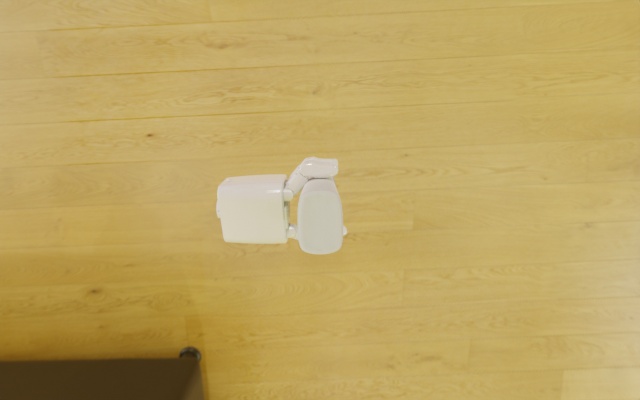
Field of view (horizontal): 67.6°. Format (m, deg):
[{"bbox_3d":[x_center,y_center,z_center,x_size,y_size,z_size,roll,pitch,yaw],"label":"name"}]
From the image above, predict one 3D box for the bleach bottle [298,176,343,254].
[{"bbox_3d":[0.000,0.003,0.818,0.068,0.102,0.250,-1,13,0],"label":"bleach bottle"}]
